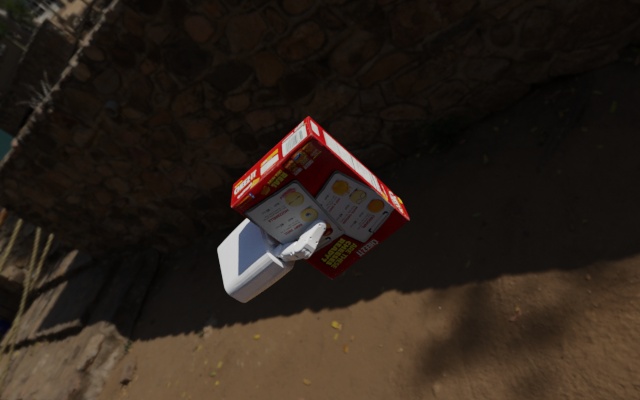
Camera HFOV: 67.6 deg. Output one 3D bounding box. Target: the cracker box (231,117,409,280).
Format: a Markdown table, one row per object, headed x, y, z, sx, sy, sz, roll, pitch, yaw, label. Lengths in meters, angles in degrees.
| x | y | z | sx | sy | sz | roll | pitch | yaw | label |
| --- | --- | --- | --- | --- | --- | --- | --- | --- | --- |
| 0.000 | 0.002 | 0.719 | 0.214 | 0.164 | 0.072 | 38 | 23 | -28 | cracker box |
